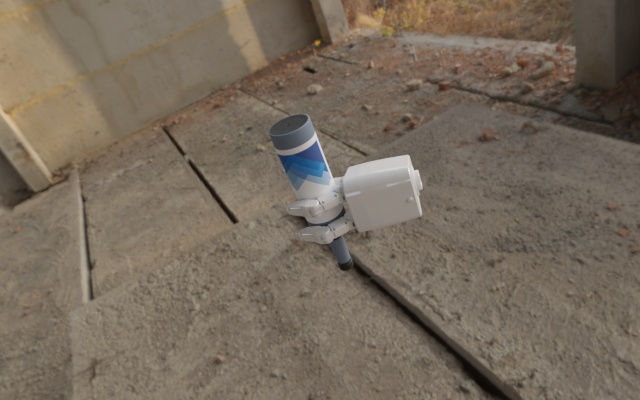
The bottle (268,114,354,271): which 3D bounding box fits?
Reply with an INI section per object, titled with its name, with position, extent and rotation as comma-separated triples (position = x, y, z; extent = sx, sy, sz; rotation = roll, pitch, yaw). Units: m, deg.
[bottle]
position = 0.000, 0.002, 0.791
extent = 0.069, 0.296, 0.069
rotation = -16, 32, 10
